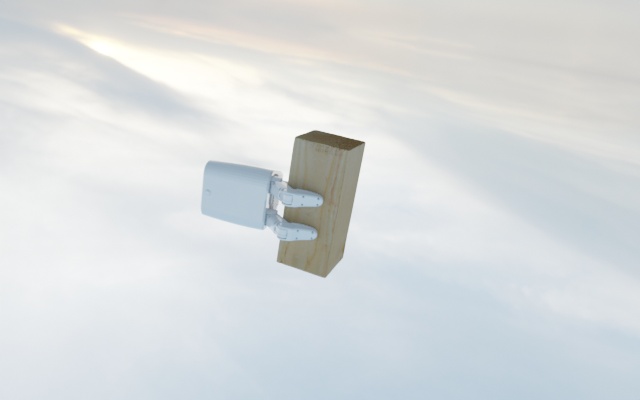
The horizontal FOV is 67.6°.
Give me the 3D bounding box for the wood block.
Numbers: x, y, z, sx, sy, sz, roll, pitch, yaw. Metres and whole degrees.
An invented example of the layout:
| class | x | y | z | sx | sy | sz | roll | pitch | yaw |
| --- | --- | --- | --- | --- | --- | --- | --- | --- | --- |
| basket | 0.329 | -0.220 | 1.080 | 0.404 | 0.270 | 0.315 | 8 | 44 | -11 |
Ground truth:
| class | x | y | z | sx | sy | sz | roll | pitch | yaw |
| --- | --- | --- | --- | --- | --- | --- | --- | --- | --- |
| wood block | 0.000 | 0.002 | 0.758 | 0.090 | 0.206 | 0.090 | 16 | 21 | 16 |
